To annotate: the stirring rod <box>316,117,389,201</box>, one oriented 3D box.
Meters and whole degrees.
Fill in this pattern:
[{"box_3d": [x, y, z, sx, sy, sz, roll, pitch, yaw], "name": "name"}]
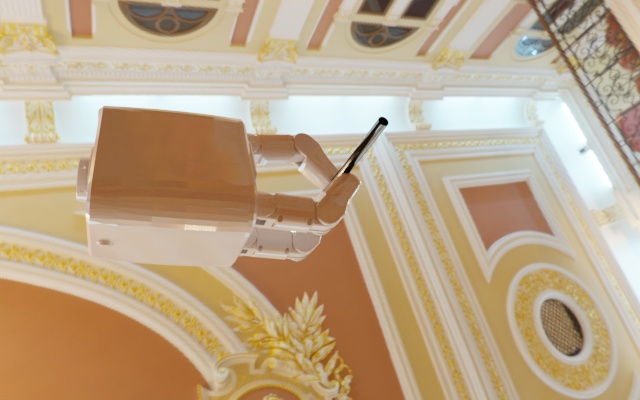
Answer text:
[{"box_3d": [0.000, 0.001, 0.426, 0.011, 0.011, 0.240, 0, -28, -24], "name": "stirring rod"}]
